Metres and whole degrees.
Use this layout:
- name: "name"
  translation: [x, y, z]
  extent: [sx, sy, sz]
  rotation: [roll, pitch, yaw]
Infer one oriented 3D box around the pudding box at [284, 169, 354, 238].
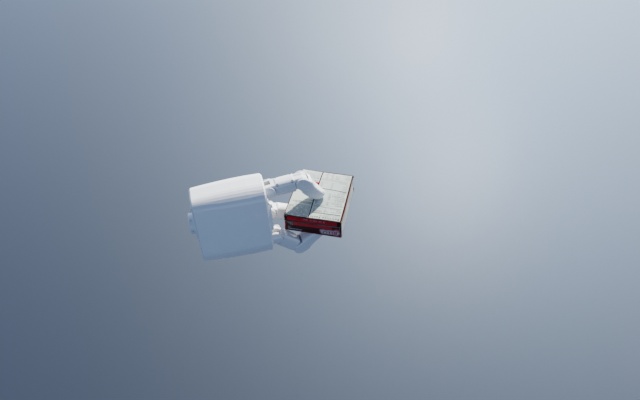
- name: "pudding box"
  translation: [0.000, 0.002, 0.749]
  extent: [0.090, 0.113, 0.039]
  rotation: [9, -43, 10]
